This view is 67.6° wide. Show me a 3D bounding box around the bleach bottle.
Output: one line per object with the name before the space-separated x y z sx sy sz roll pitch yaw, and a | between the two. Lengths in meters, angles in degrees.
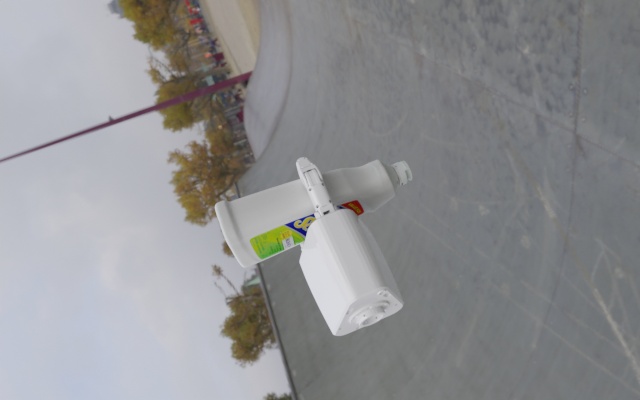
bleach bottle | 0.000 0.002 0.617 0.251 0.068 0.103 -22 -30 -6
